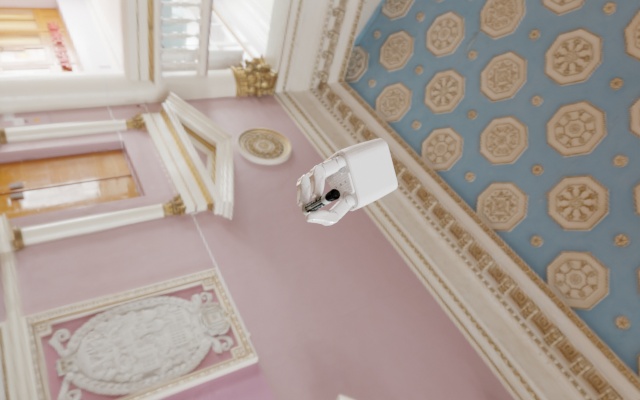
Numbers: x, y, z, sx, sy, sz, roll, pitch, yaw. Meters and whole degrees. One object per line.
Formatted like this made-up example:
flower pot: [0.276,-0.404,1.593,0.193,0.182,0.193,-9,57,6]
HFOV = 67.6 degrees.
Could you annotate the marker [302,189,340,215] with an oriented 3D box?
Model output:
marker: [0.000,0.003,0.825,0.020,0.020,0.121,0,-14,-27]
